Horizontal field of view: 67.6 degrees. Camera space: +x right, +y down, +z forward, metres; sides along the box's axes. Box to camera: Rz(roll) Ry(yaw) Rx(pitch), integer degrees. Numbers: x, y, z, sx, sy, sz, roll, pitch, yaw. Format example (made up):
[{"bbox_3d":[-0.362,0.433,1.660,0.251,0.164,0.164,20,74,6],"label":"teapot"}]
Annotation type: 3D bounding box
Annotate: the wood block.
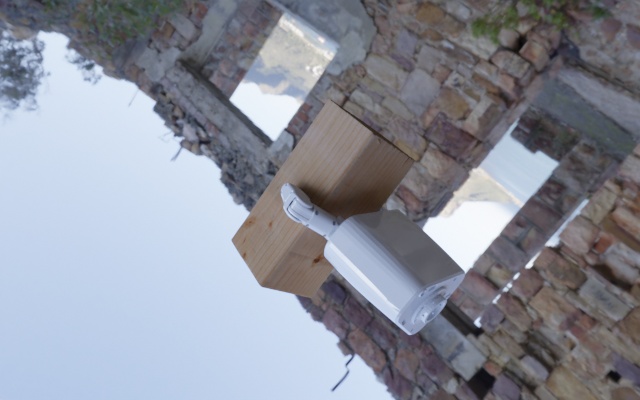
[{"bbox_3d":[0.000,0.002,0.557,0.091,0.206,0.090,24,17,-45],"label":"wood block"}]
